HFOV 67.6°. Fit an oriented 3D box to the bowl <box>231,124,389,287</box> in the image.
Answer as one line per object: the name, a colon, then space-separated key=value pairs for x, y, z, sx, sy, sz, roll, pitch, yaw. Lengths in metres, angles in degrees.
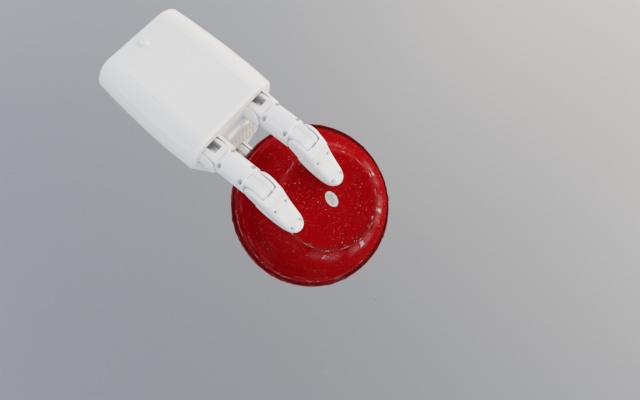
bowl: x=0.001 y=0.002 z=0.447 sx=0.162 sy=0.162 sz=0.055 roll=0 pitch=-5 yaw=-17
